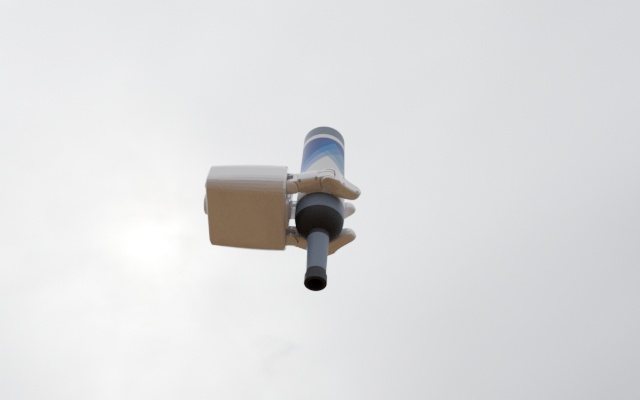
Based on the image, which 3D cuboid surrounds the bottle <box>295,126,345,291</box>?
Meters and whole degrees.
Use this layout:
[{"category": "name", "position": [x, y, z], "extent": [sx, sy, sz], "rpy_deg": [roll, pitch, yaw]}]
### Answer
[{"category": "bottle", "position": [0.000, 0.002, 0.663], "extent": [0.069, 0.069, 0.295], "rpy_deg": [0, 40, 3]}]
